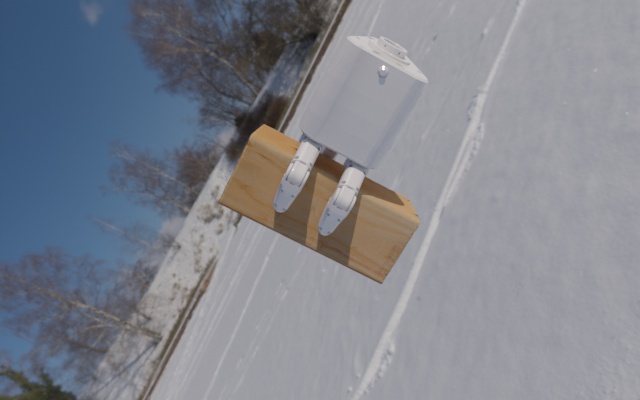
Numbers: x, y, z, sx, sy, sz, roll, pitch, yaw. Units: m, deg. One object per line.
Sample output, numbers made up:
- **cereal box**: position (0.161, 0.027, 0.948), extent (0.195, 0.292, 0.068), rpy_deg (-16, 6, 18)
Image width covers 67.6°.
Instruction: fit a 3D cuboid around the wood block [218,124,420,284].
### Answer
- **wood block**: position (0.000, 0.001, 0.564), extent (0.206, 0.090, 0.090), rpy_deg (27, 16, -5)
